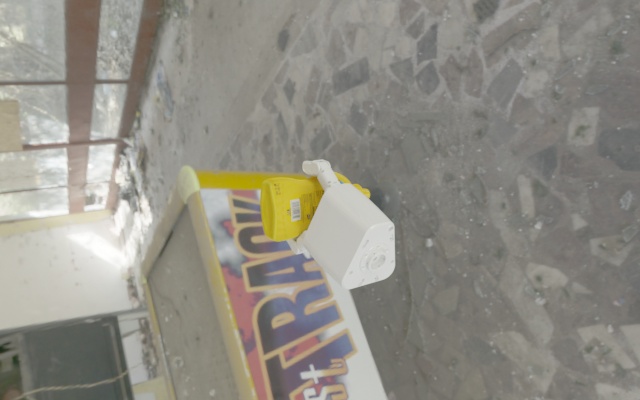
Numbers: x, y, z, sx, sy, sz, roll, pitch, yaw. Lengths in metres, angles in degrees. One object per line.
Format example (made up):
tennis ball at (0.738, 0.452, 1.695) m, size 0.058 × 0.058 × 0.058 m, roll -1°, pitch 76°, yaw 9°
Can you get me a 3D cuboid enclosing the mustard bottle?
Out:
mustard bottle at (0.000, 0.002, 0.772) m, size 0.191 × 0.096 × 0.058 m, roll -10°, pitch 12°, yaw -31°
